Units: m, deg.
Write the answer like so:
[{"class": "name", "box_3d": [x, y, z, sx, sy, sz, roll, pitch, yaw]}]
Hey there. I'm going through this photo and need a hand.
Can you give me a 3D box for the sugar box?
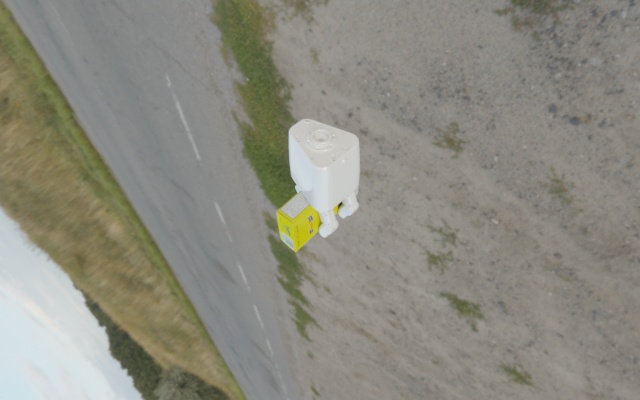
[{"class": "sugar box", "box_3d": [0.000, 0.003, 0.851, 0.048, 0.093, 0.176, 38, 63, 25]}]
